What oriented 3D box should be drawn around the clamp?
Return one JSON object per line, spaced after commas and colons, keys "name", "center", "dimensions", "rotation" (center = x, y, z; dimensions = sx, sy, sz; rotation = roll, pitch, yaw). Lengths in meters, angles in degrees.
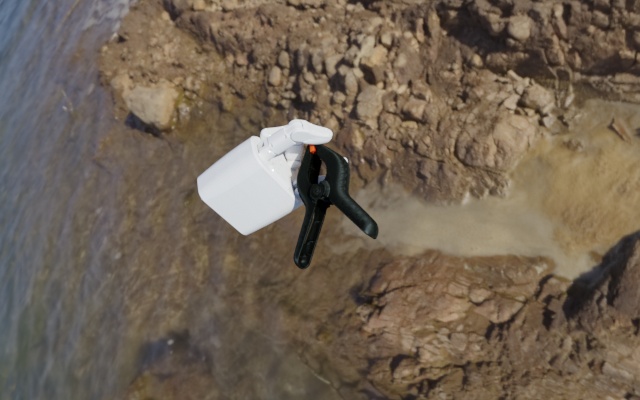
{"name": "clamp", "center": [0.000, 0.002, 0.613], "dimensions": [0.120, 0.171, 0.039], "rotation": [-31, -38, 18]}
